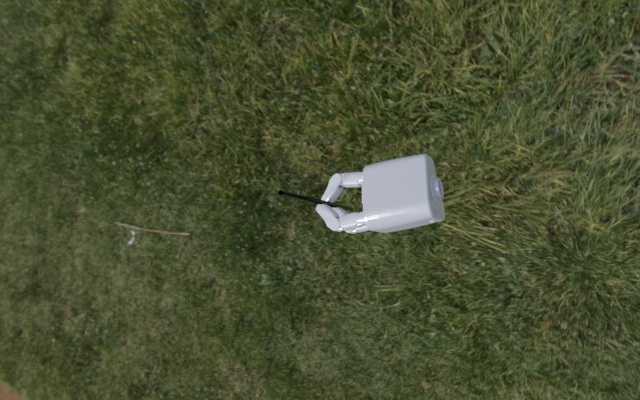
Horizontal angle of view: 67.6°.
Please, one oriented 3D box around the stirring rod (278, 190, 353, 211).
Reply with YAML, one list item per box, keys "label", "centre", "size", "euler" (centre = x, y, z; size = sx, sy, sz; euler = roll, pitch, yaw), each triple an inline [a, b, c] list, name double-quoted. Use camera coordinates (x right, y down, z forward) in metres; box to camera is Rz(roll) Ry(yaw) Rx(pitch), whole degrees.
- label: "stirring rod"
  centre: [0.000, 0.003, 0.793]
  size: [0.011, 0.011, 0.239]
  euler: [0, -7, 29]
